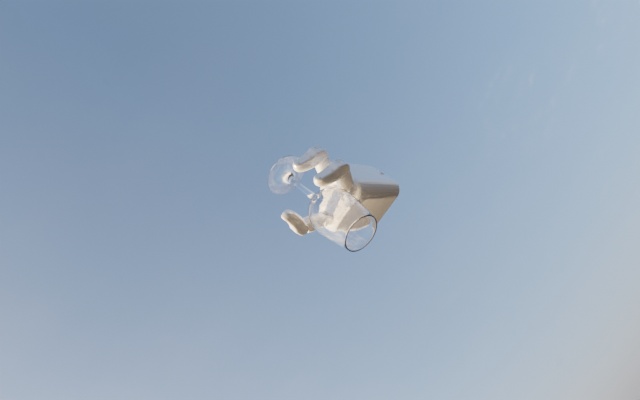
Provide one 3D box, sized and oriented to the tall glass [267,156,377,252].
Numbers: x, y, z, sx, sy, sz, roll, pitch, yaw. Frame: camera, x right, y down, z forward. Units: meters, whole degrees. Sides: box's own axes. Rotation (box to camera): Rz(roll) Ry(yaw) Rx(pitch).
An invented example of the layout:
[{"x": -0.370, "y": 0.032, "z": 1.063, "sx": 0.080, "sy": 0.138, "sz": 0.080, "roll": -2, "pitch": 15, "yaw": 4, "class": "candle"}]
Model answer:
[{"x": 0.000, "y": 0.002, "z": 0.754, "sx": 0.079, "sy": 0.079, "sz": 0.201, "roll": 0, "pitch": 27, "yaw": -42, "class": "tall glass"}]
